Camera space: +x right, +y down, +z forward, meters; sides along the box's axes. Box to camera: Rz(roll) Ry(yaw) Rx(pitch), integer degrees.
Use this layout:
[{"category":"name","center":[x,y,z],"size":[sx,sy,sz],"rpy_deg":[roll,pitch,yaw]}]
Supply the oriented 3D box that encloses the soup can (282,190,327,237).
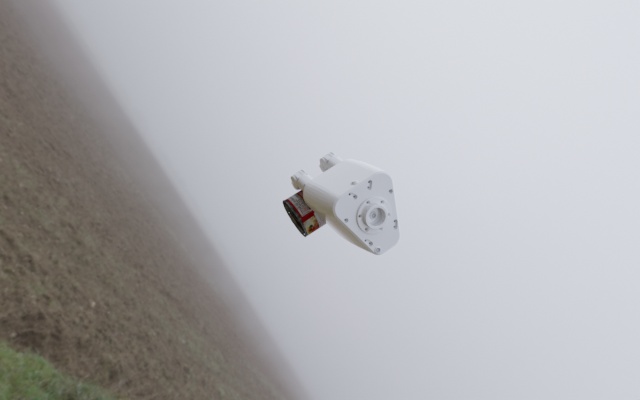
[{"category":"soup can","center":[0.000,0.002,0.760],"size":[0.102,0.068,0.068],"rpy_deg":[-33,8,-12]}]
